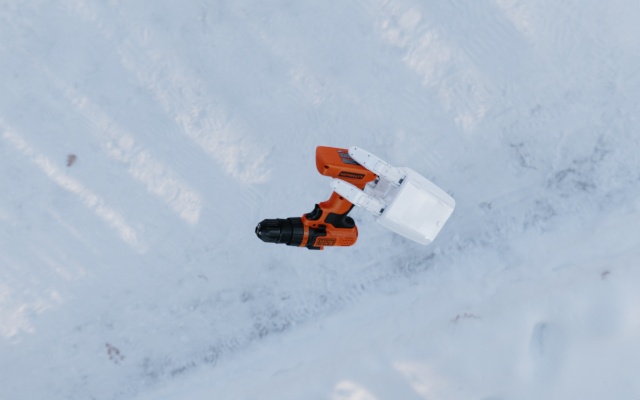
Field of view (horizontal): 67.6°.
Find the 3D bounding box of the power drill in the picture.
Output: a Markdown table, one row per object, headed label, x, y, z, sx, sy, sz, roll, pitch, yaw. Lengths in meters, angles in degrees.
| label | x | y | z | sx | sy | sz | roll | pitch | yaw |
| --- | --- | --- | --- | --- | --- | --- | --- | --- | --- |
| power drill | 0.001 | 0.002 | 0.776 | 0.184 | 0.188 | 0.057 | 3 | 41 | -26 |
